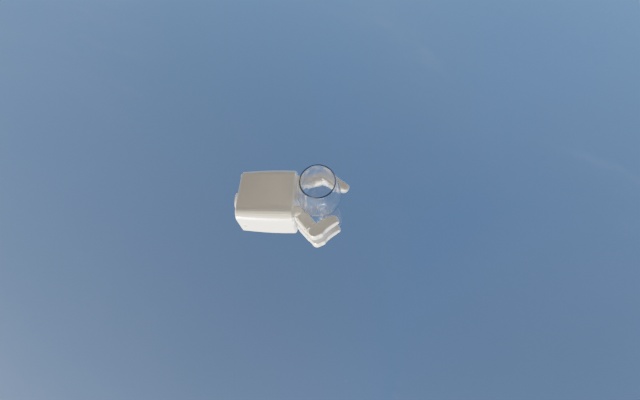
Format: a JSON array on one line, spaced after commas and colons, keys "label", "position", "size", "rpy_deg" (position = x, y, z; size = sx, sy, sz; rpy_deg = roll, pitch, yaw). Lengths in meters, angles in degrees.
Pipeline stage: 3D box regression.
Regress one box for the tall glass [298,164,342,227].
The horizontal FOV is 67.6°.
[{"label": "tall glass", "position": [0.000, 0.003, 0.884], "size": [0.079, 0.079, 0.201], "rpy_deg": [0, -21, 3]}]
